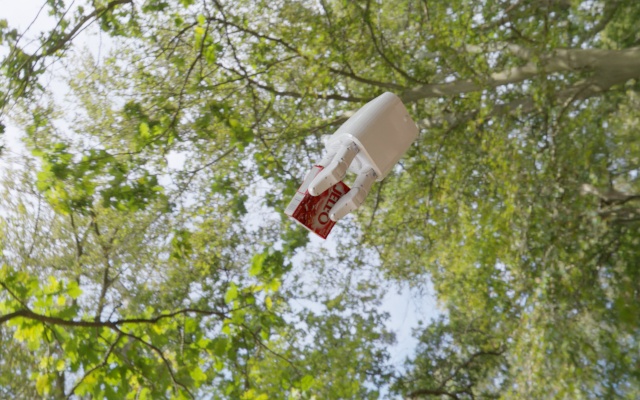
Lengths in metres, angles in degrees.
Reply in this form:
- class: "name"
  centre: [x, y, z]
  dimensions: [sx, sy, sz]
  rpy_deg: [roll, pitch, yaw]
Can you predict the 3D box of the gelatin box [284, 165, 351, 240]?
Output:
- class: "gelatin box"
  centre: [0.000, 0.003, 0.717]
  dimensions: [0.073, 0.089, 0.030]
  rpy_deg: [37, -8, -31]
